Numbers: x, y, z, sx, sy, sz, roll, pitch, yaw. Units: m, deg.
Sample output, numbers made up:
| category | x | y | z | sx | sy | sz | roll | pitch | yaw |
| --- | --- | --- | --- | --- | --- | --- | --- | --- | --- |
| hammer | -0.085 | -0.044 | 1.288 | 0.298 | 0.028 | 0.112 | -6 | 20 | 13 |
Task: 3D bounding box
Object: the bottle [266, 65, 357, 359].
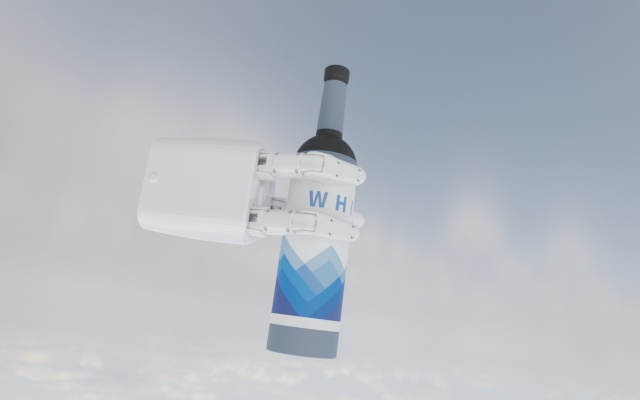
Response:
| category | x | y | z | sx | sy | sz | roll | pitch | yaw |
| --- | --- | --- | --- | --- | --- | --- | --- | --- | --- |
| bottle | 0.000 | 0.002 | 0.481 | 0.069 | 0.295 | 0.069 | 7 | -14 | 2 |
